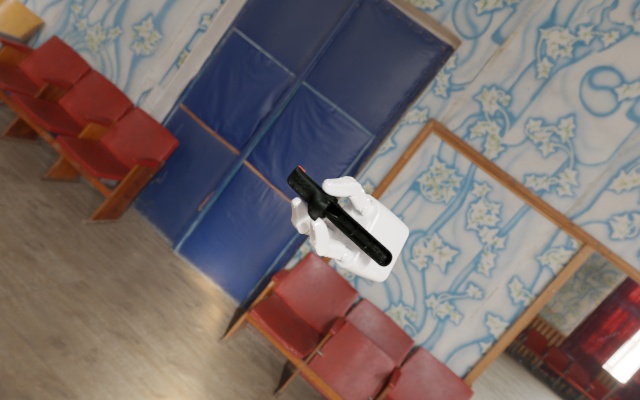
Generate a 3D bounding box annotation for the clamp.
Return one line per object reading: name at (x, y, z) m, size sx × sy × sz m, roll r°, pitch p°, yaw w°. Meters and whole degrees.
clamp at (0.000, 0.001, 0.672) m, size 0.165 × 0.036 × 0.210 m, roll 37°, pitch 7°, yaw -46°
